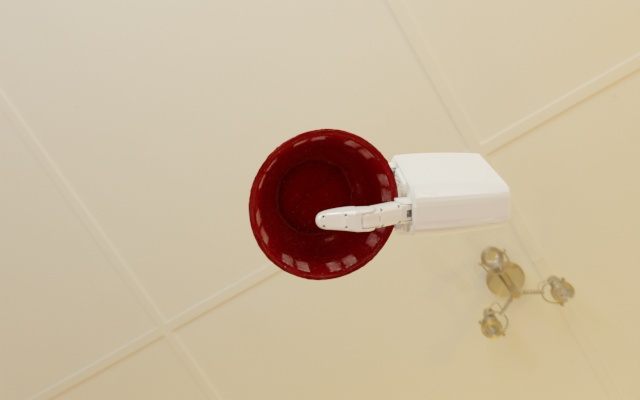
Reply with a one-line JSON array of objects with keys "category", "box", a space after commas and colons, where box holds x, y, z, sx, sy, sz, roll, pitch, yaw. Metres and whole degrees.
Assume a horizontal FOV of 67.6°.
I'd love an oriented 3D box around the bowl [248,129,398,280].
[{"category": "bowl", "box": [-0.001, 0.001, 0.520, 0.162, 0.162, 0.055, 0, 12, -15]}]
